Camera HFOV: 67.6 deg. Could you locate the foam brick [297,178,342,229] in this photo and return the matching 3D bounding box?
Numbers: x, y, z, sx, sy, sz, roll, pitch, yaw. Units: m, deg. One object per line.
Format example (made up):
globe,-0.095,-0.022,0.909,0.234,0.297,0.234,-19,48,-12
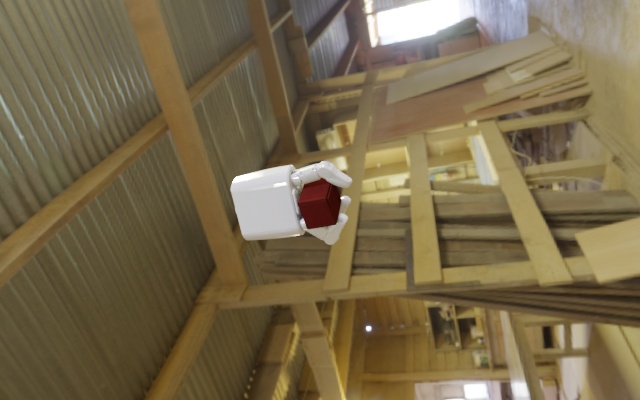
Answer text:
foam brick,0.000,0.003,0.781,0.051,0.053,0.078,-10,29,16
